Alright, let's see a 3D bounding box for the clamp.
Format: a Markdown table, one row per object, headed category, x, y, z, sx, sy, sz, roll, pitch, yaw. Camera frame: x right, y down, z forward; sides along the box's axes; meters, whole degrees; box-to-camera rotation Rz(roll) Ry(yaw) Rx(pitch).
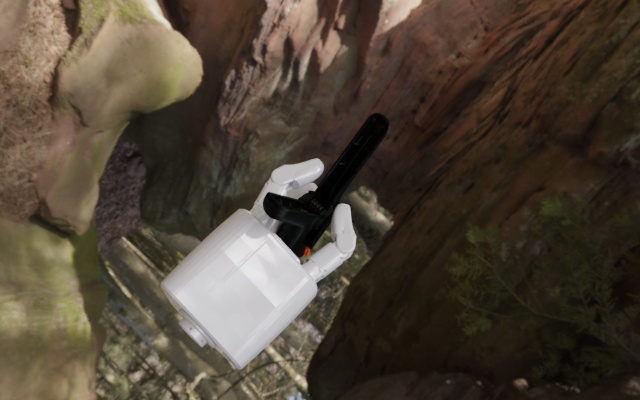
| category | x | y | z | sx | sy | sz | roll | pitch | yaw |
| --- | --- | --- | --- | --- | --- | --- | --- | --- | --- |
| clamp | 0.000 | 0.003 | 0.522 | 0.164 | 0.036 | 0.210 | -40 | -15 | -23 |
